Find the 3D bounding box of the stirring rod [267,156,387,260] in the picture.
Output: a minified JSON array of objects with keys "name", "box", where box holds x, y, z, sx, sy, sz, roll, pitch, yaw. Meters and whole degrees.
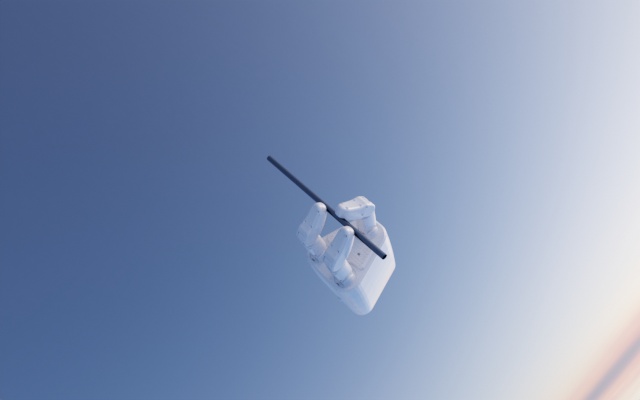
[{"name":"stirring rod","box":[0.000,0.002,0.626,0.011,0.011,0.239,0,32,-47]}]
